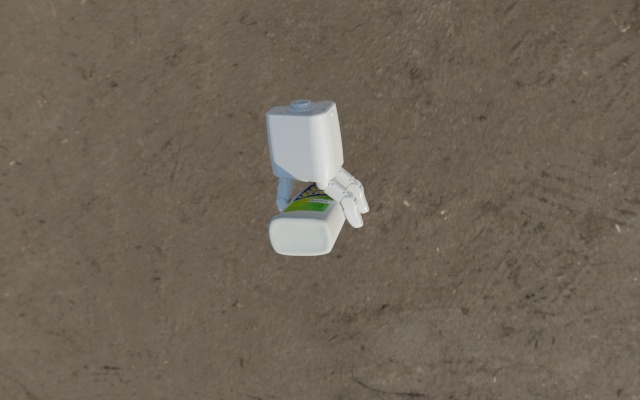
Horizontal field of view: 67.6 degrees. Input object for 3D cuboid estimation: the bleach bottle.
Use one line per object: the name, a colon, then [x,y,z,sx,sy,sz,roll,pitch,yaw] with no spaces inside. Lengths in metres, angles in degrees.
bleach bottle: [0.000,0.003,0.817,0.102,0.068,0.250,0,25,15]
